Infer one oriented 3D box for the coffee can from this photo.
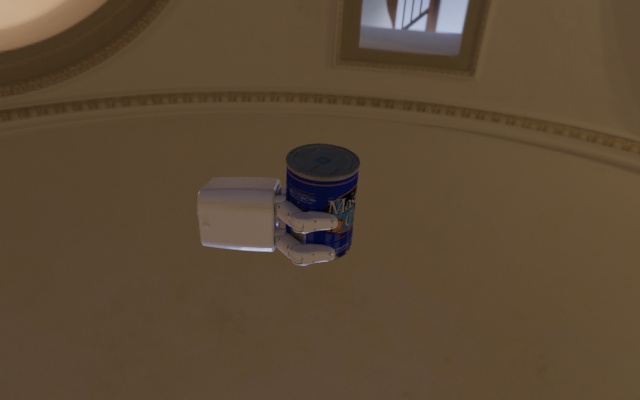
[{"bbox_3d":[0.000,0.002,0.692,0.103,0.140,0.102,2,32,-1],"label":"coffee can"}]
